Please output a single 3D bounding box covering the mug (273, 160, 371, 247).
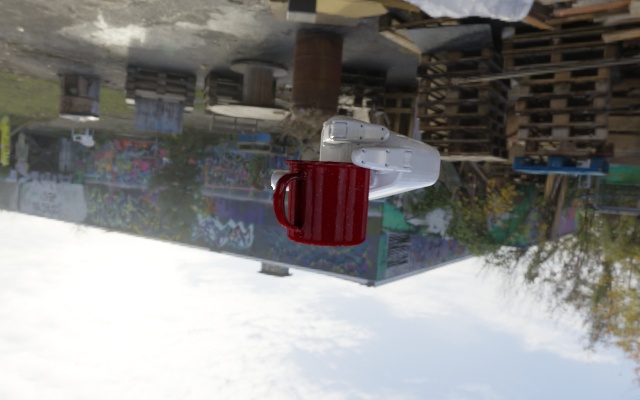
[{"bbox_3d":[-0.001,0.002,0.479,0.093,0.081,0.117,6,5,41],"label":"mug"}]
